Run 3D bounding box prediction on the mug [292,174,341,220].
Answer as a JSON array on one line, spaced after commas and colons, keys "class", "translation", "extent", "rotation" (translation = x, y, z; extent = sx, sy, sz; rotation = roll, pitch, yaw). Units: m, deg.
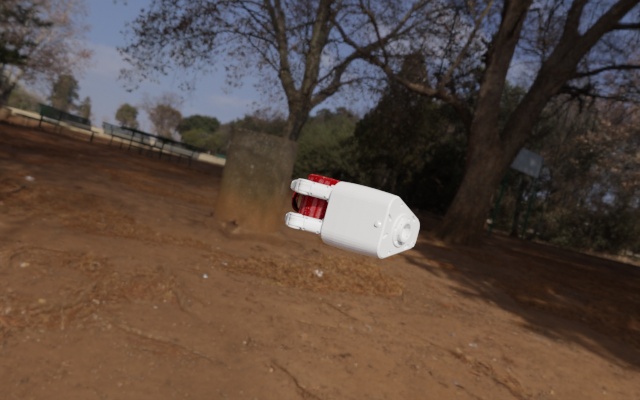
[{"class": "mug", "translation": [-0.001, 0.002, 0.805], "extent": [0.117, 0.081, 0.093], "rotation": [15, -1, 39]}]
